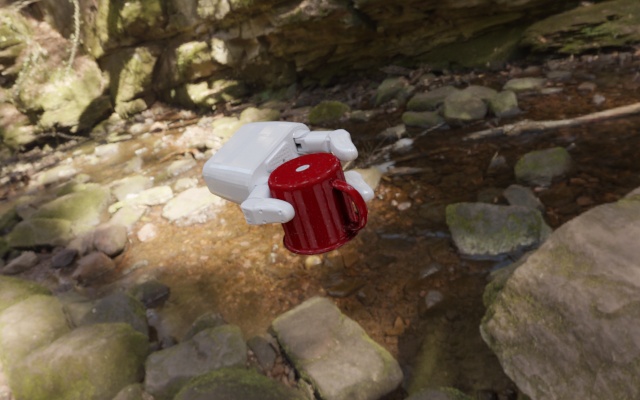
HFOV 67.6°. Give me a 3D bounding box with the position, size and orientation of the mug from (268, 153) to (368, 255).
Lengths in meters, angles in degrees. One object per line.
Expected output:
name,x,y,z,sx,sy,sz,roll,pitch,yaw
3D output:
mug,0.001,0.002,0.513,0.117,0.081,0.093,11,38,43
